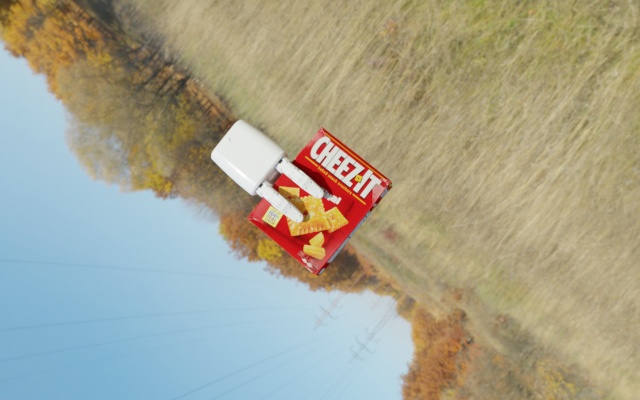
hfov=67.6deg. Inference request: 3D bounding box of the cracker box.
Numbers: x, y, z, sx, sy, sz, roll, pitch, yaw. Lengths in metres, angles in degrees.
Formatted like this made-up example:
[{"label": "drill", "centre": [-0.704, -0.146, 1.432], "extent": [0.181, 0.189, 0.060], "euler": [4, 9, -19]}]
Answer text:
[{"label": "cracker box", "centre": [0.000, 0.003, 0.860], "extent": [0.164, 0.213, 0.072], "euler": [39, 0, 10]}]
